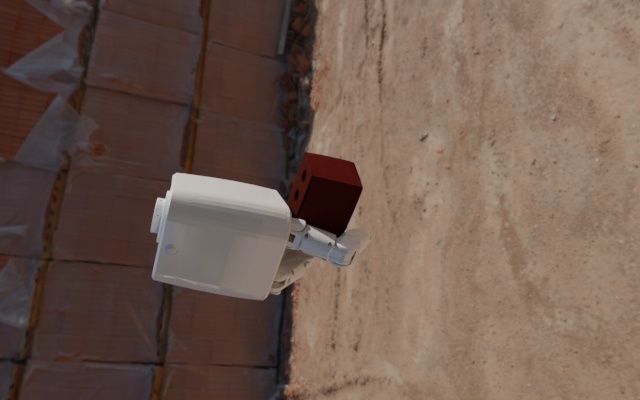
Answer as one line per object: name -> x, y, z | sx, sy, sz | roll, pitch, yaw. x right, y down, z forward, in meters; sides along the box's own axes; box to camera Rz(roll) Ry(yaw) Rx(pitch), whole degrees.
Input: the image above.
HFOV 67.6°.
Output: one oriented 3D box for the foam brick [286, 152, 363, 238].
foam brick -> 0.000, 0.001, 0.460 | 0.051, 0.078, 0.053 | 14, 27, -16
